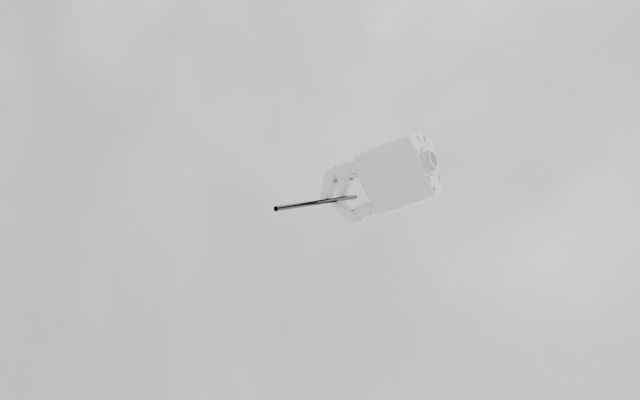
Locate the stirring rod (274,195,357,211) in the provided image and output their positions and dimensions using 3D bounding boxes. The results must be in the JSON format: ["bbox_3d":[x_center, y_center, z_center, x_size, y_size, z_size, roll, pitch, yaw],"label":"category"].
[{"bbox_3d":[0.000,0.003,0.807,0.011,0.011,0.239,0,5,34],"label":"stirring rod"}]
